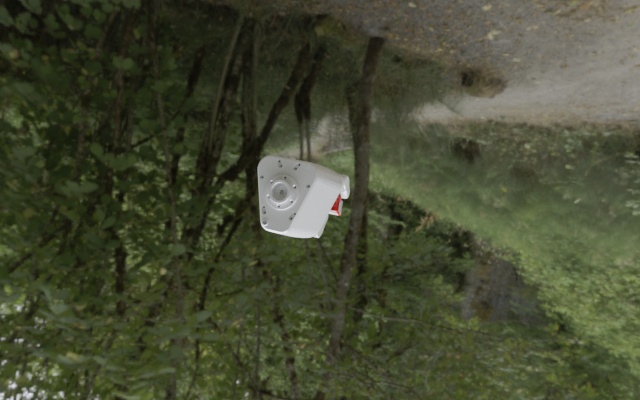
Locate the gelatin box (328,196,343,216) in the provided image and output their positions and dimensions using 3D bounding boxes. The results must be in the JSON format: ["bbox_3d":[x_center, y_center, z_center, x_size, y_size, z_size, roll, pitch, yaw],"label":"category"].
[{"bbox_3d":[0.000,0.003,0.840,0.073,0.030,0.089,11,-6,6],"label":"gelatin box"}]
